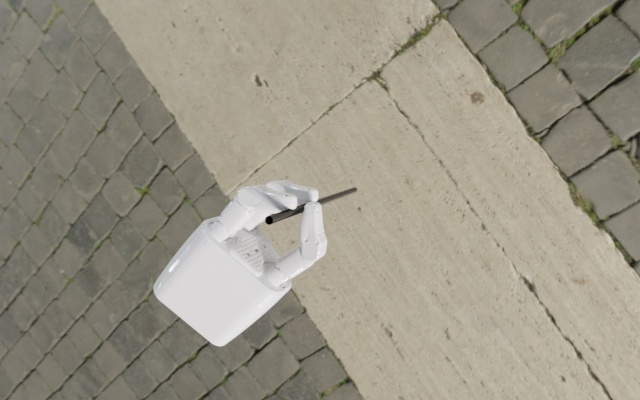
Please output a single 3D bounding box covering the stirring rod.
[{"bbox_3d":[0.000,0.002,0.528,0.011,0.011,0.239,0,7,22],"label":"stirring rod"}]
